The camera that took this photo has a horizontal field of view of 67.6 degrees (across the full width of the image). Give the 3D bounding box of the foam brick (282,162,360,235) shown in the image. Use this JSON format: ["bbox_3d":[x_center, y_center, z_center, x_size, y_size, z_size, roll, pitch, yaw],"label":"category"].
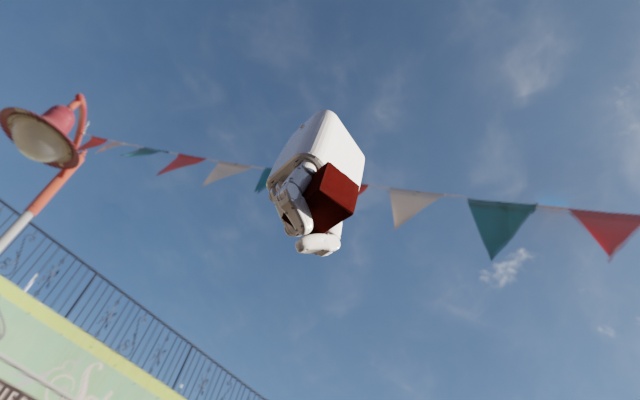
[{"bbox_3d":[0.000,0.002,0.571,0.053,0.051,0.078,38,-47,-18],"label":"foam brick"}]
